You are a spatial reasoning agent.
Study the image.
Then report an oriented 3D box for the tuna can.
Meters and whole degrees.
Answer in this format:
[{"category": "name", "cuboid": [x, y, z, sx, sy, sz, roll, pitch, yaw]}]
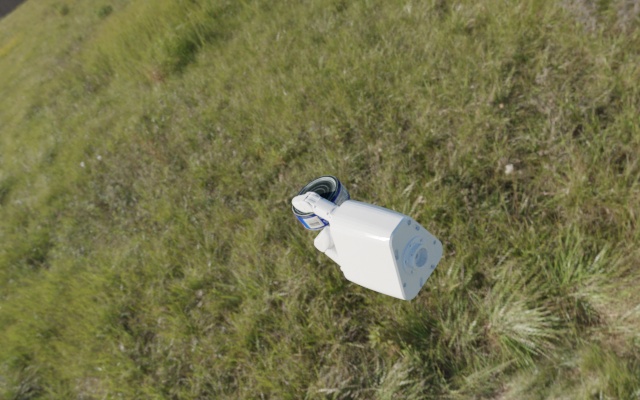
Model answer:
[{"category": "tuna can", "cuboid": [0.000, 0.002, 0.723, 0.086, 0.086, 0.034, 0, -41, 45]}]
